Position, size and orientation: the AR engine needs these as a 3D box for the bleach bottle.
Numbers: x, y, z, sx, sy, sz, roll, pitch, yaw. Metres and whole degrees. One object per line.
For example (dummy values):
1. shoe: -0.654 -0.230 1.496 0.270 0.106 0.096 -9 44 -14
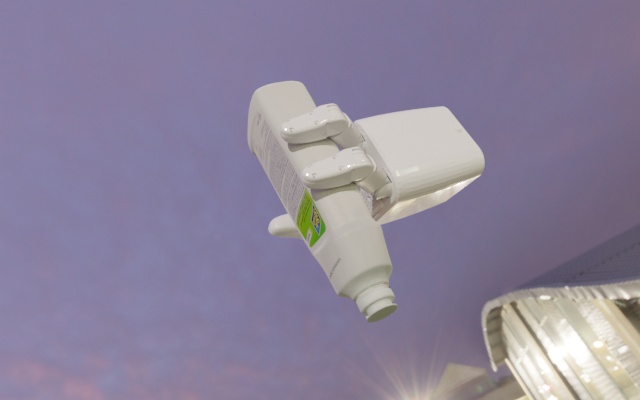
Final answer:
1. bleach bottle: 0.000 0.001 0.457 0.068 0.250 0.103 -15 -33 -19
